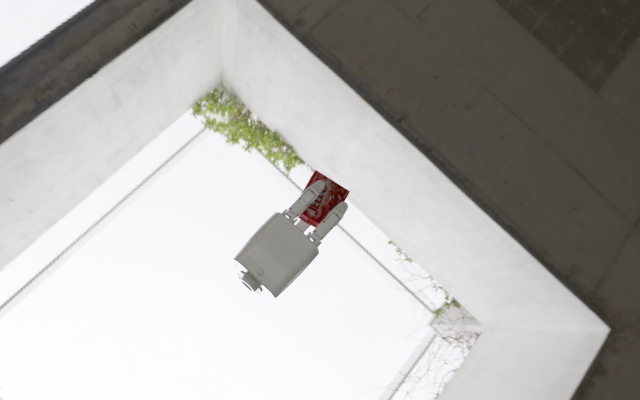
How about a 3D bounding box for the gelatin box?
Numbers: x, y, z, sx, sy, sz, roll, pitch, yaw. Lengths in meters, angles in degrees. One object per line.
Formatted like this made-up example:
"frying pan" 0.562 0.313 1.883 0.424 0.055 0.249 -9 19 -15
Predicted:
"gelatin box" 0.000 0.003 0.833 0.073 0.089 0.030 31 -27 -6
